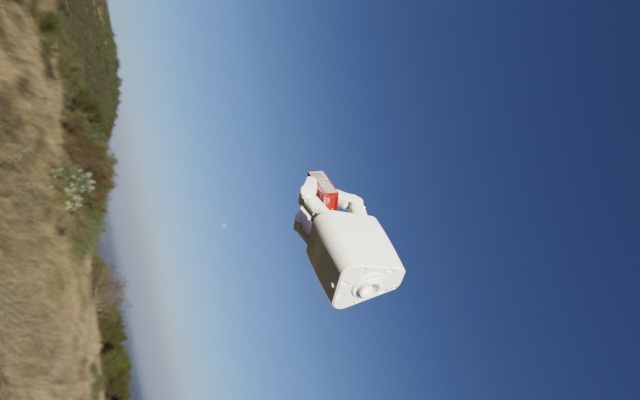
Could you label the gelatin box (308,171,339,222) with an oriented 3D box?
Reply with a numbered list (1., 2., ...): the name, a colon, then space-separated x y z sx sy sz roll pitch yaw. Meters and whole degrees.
1. gelatin box: 0.000 0.002 0.780 0.030 0.073 0.089 -4 29 -18
